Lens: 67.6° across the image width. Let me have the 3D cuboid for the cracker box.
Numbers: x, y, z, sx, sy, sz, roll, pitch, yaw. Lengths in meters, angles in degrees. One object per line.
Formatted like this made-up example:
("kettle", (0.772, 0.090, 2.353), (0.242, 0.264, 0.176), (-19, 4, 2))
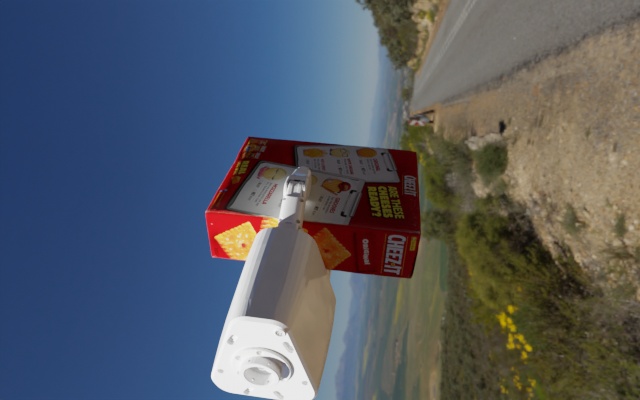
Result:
("cracker box", (0.000, 0.002, 0.544), (0.213, 0.072, 0.164), (6, 36, 5))
